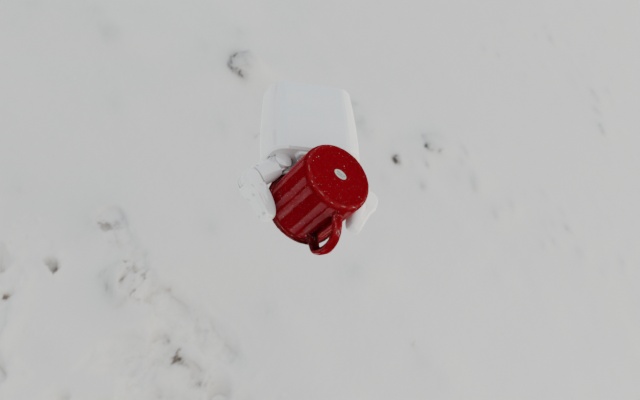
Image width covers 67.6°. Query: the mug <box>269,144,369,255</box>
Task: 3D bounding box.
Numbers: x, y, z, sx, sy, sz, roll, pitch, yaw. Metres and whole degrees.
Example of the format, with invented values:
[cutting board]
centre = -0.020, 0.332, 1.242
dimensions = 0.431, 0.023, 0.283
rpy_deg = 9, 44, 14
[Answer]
[mug]
centre = 0.000, 0.003, 0.523
dimensions = 0.093, 0.117, 0.081
rpy_deg = 13, -33, -29
